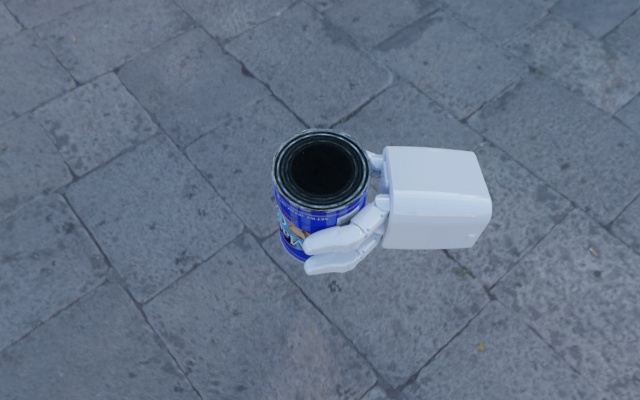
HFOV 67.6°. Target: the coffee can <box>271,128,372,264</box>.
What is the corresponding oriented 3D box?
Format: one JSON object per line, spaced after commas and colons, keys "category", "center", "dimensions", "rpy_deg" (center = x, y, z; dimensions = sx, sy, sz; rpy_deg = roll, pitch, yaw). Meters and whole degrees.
{"category": "coffee can", "center": [0.000, 0.002, 0.542], "dimensions": [0.103, 0.102, 0.140], "rpy_deg": [0, -30, -1]}
